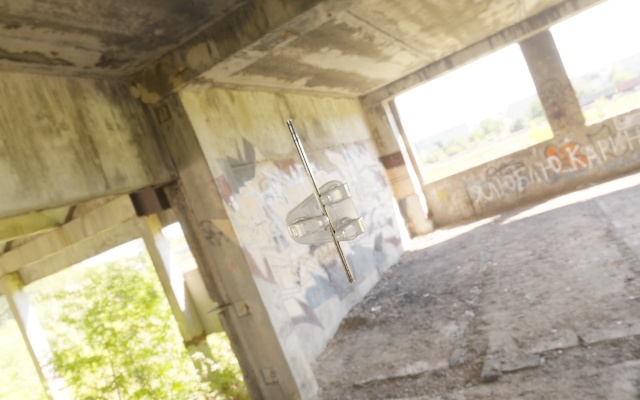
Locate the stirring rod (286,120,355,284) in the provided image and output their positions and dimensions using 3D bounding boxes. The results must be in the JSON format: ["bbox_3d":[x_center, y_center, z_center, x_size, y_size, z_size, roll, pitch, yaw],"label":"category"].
[{"bbox_3d":[0.000,0.002,0.662,0.011,0.239,0.011,-21,1,1],"label":"stirring rod"}]
